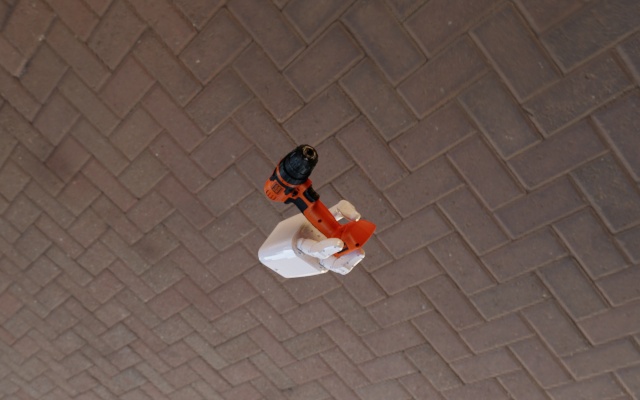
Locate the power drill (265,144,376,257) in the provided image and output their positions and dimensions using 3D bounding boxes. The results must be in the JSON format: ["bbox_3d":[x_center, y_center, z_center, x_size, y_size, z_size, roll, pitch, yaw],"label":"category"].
[{"bbox_3d":[0.000,0.003,0.780,0.057,0.187,0.184,-46,4,-26],"label":"power drill"}]
